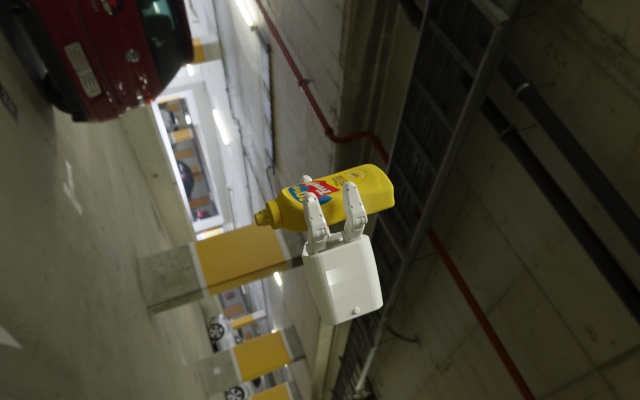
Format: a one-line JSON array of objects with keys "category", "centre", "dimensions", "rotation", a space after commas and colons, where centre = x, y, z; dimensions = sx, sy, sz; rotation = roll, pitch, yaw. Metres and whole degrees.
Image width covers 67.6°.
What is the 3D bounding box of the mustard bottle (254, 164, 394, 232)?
[{"category": "mustard bottle", "centre": [0.000, 0.002, 0.678], "dimensions": [0.191, 0.058, 0.096], "rotation": [-16, 30, -14]}]
